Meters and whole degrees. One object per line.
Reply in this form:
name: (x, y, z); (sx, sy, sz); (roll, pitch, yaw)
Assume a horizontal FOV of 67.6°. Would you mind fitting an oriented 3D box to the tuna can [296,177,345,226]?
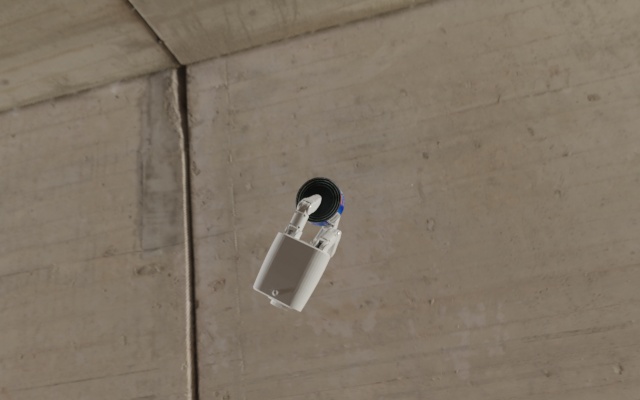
tuna can: (0.000, 0.003, 0.873); (0.086, 0.086, 0.034); (0, -16, 17)
